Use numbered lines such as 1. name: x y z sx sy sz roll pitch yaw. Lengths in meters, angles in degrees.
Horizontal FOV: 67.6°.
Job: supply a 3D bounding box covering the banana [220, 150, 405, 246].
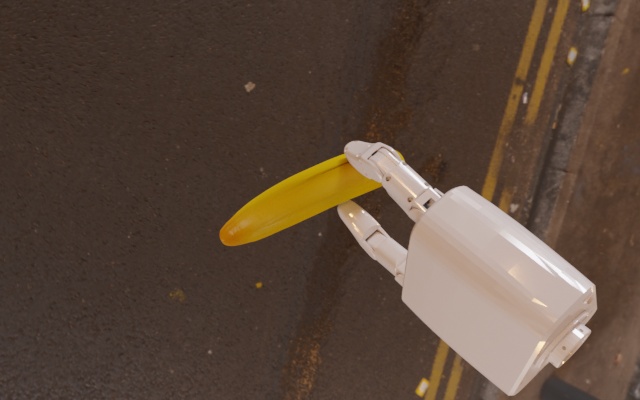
1. banana: 0.008 -0.009 0.416 0.198 0.037 0.070 -21 -21 -28
